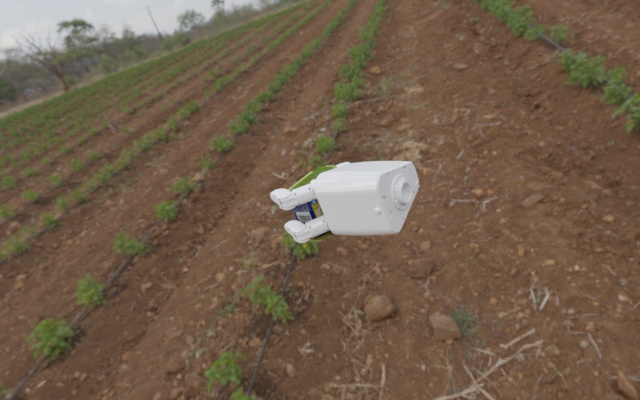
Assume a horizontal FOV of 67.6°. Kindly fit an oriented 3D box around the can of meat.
[{"bbox_3d":[0.000,0.002,0.759,0.057,0.084,0.102,1,32,43],"label":"can of meat"}]
